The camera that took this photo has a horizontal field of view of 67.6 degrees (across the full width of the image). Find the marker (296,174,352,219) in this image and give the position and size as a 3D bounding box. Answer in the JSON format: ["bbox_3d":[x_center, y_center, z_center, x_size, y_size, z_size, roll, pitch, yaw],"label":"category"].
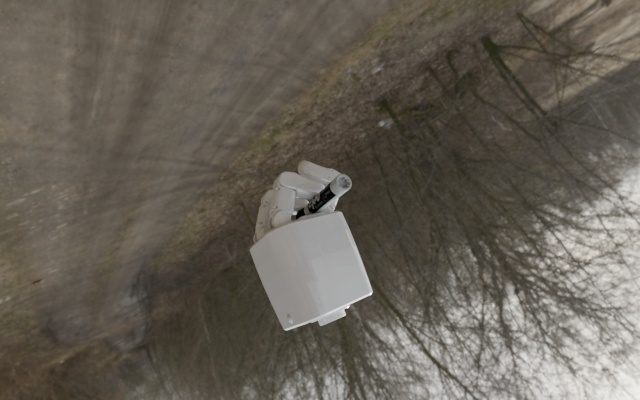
[{"bbox_3d":[0.000,0.002,0.545,0.020,0.020,0.121,0,-20,-26],"label":"marker"}]
